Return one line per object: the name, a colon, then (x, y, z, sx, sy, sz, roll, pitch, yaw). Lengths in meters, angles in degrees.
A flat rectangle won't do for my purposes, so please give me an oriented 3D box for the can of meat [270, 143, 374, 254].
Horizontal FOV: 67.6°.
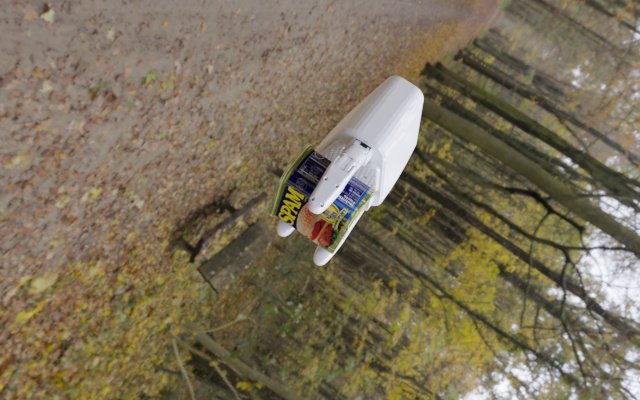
can of meat: (0.000, 0.002, 0.508, 0.084, 0.057, 0.102, 34, -32, 5)
